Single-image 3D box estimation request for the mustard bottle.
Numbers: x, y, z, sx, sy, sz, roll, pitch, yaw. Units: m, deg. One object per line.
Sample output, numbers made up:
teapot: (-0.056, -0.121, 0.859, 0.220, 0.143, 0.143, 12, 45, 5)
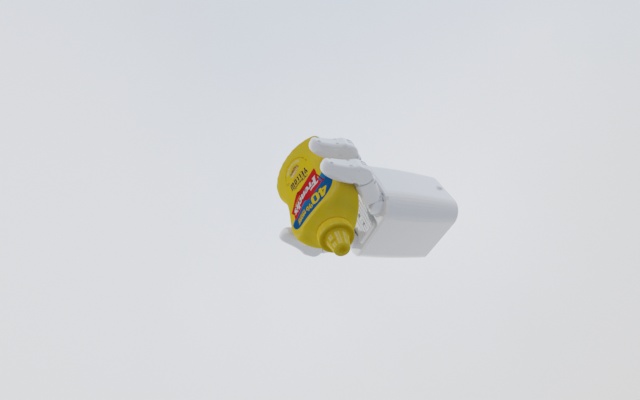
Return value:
mustard bottle: (0.000, 0.002, 0.579, 0.058, 0.096, 0.191, 29, 20, -31)
